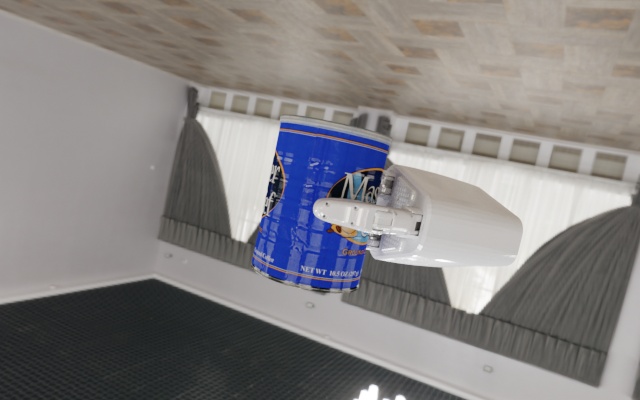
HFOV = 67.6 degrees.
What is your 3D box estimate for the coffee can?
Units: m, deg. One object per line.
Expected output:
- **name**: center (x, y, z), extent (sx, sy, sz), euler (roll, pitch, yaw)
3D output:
- **coffee can**: center (0.000, 0.001, 0.439), extent (0.103, 0.140, 0.103), euler (12, 4, -1)
